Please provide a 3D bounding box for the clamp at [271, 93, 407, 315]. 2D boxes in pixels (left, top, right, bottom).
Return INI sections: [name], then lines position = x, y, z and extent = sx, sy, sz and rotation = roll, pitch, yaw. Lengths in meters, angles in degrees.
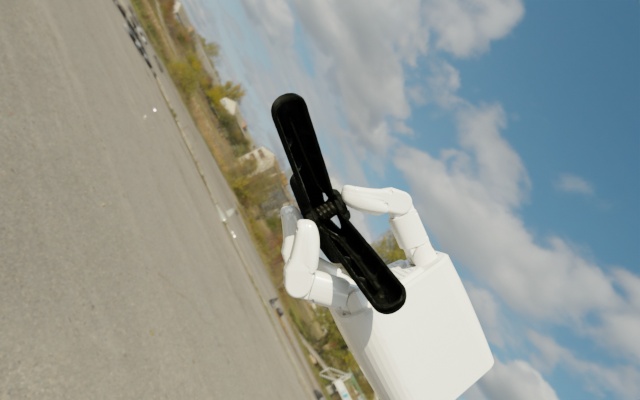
[clamp]
position = 0.001, 0.001, 0.407
extent = 0.036, 0.164, 0.210
rotation = -27, 4, -7
